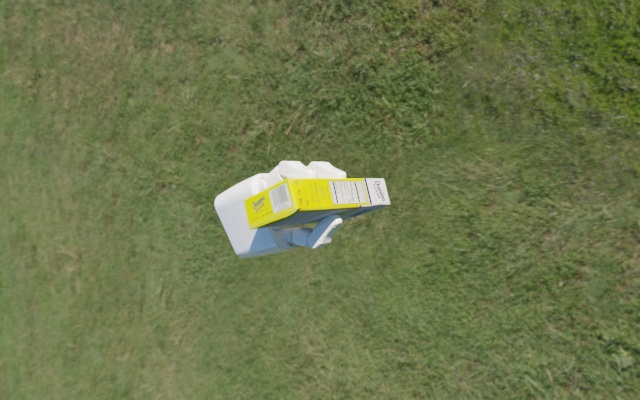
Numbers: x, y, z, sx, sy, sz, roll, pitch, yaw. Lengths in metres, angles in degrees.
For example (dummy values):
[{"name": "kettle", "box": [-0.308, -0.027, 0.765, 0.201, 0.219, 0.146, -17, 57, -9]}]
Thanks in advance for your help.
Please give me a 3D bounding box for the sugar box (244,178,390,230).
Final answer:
[{"name": "sugar box", "box": [0.000, 0.002, 0.623, 0.176, 0.048, 0.093, -6, -11, -46]}]
